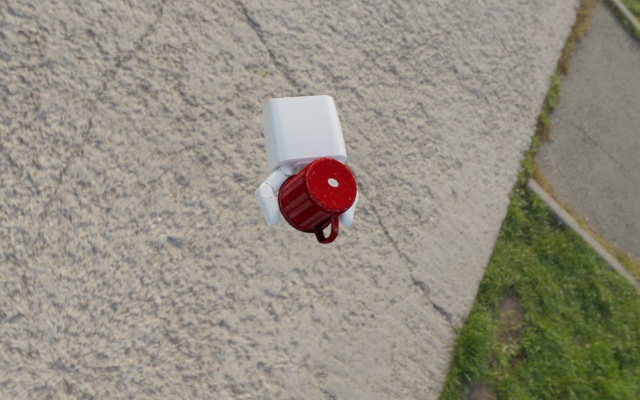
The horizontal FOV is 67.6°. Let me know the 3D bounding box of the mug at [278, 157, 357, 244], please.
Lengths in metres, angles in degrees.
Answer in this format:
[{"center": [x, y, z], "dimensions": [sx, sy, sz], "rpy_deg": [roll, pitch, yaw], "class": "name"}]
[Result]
[{"center": [0.000, 0.003, 0.663], "dimensions": [0.093, 0.117, 0.081], "rpy_deg": [-2, -18, -29], "class": "mug"}]
